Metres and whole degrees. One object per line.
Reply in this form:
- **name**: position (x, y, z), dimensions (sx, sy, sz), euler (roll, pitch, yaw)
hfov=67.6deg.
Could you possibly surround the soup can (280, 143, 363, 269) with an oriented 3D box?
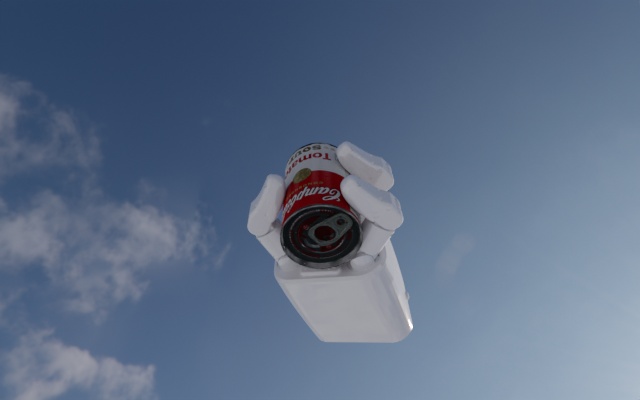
- **soup can**: position (0.000, 0.001, 0.427), dimensions (0.068, 0.069, 0.102), euler (0, 37, -1)
